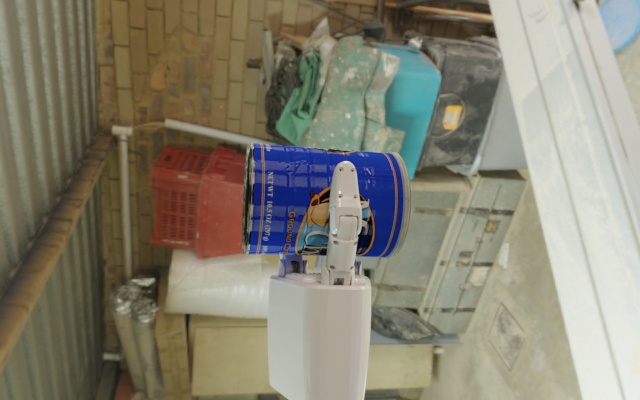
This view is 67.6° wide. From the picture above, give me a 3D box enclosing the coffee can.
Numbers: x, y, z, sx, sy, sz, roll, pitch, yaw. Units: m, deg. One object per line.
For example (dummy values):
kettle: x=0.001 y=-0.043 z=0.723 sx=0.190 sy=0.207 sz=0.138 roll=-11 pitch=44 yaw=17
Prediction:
coffee can: x=0.000 y=0.001 z=0.449 sx=0.140 sy=0.103 sz=0.103 roll=3 pitch=-1 yaw=-12
